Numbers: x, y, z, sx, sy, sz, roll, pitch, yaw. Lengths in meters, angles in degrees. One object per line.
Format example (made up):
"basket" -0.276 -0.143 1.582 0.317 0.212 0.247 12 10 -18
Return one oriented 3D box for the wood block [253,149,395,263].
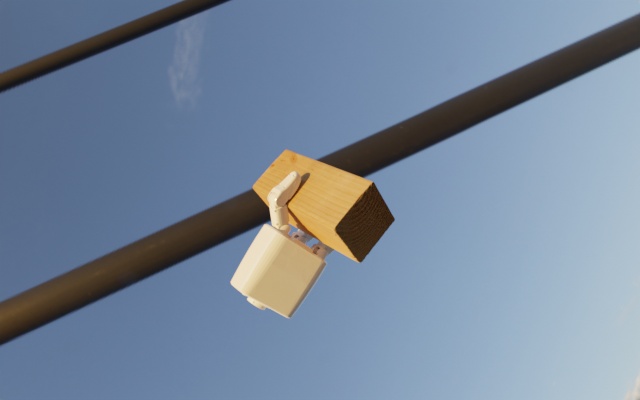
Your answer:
"wood block" 0.000 0.002 0.741 0.206 0.090 0.091 25 -21 46
